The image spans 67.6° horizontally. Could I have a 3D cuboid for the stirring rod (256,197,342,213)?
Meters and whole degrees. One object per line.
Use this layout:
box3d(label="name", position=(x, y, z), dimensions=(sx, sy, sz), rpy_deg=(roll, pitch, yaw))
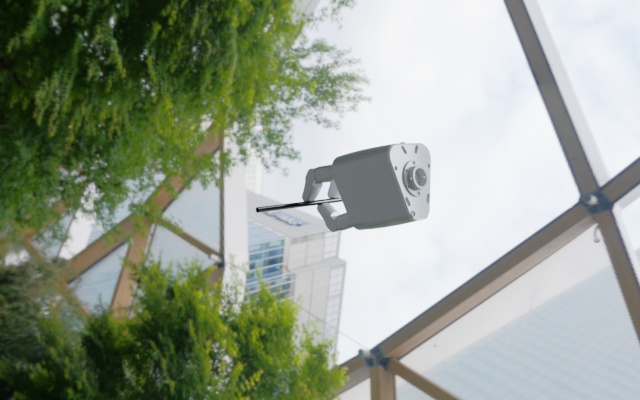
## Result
box3d(label="stirring rod", position=(0.000, 0.002, 0.753), dimensions=(0.239, 0.011, 0.011), rpy_deg=(-7, 5, -42))
